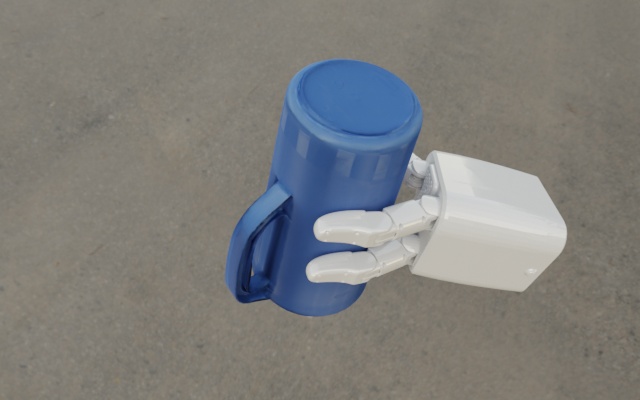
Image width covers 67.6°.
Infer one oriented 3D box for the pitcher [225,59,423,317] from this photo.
[{"bbox_3d":[0.000,0.001,0.445,0.145,0.149,0.243,13,-41,-1],"label":"pitcher"}]
